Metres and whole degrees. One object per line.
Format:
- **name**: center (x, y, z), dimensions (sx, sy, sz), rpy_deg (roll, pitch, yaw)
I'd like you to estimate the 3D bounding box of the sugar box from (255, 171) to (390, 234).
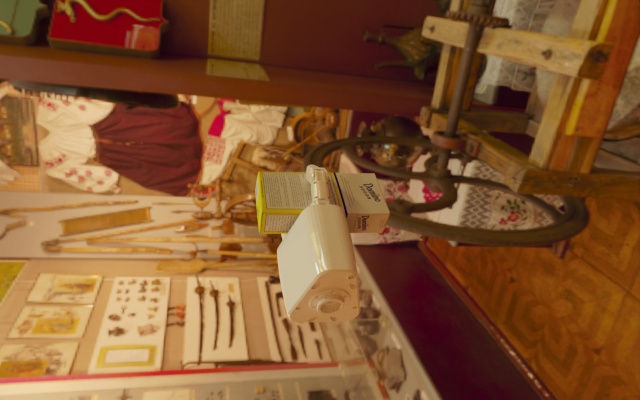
- **sugar box**: center (0.000, 0.003, 0.672), dimensions (0.176, 0.048, 0.093), rpy_deg (3, 41, -14)
